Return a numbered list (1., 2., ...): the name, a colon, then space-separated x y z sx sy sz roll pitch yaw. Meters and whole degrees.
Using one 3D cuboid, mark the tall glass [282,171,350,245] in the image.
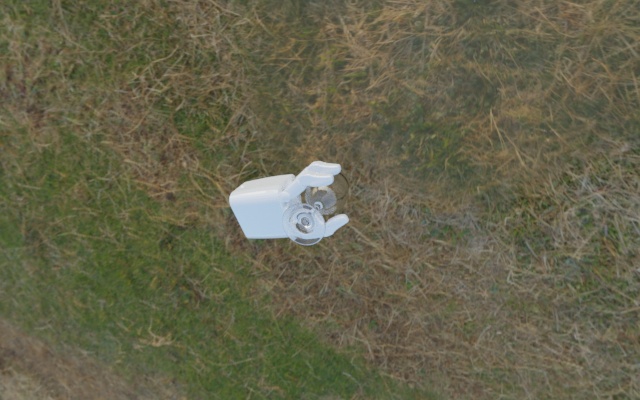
1. tall glass: 0.000 0.003 0.862 0.079 0.079 0.201 0 22 18
